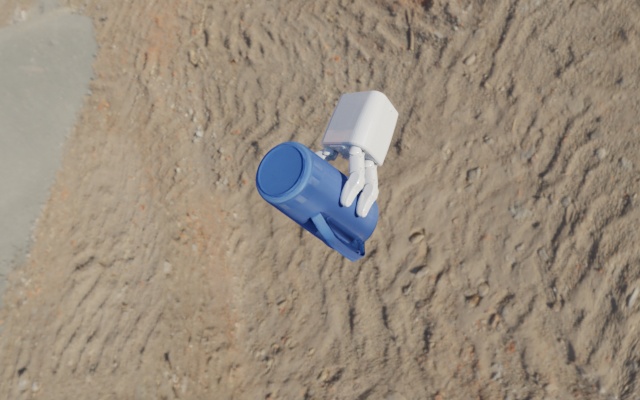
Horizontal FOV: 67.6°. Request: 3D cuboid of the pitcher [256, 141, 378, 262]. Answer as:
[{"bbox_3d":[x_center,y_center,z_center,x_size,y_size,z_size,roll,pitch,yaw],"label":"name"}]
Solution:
[{"bbox_3d":[0.000,0.003,0.837,0.149,0.145,0.243,17,-11,35],"label":"pitcher"}]
